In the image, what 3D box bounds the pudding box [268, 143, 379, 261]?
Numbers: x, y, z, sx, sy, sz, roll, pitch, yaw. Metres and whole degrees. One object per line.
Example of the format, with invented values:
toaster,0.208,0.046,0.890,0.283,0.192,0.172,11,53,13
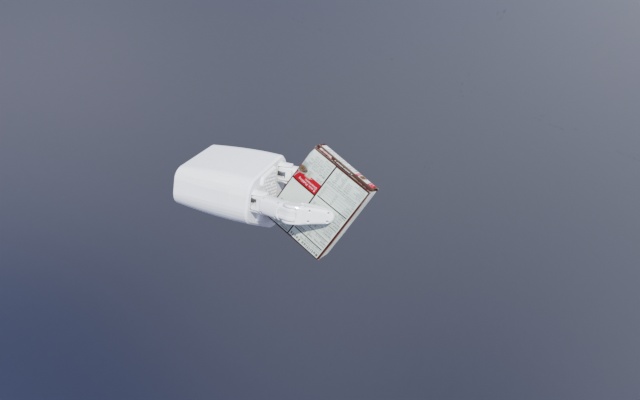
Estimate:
pudding box,0.000,0.002,0.578,0.090,0.113,0.039,40,21,9
